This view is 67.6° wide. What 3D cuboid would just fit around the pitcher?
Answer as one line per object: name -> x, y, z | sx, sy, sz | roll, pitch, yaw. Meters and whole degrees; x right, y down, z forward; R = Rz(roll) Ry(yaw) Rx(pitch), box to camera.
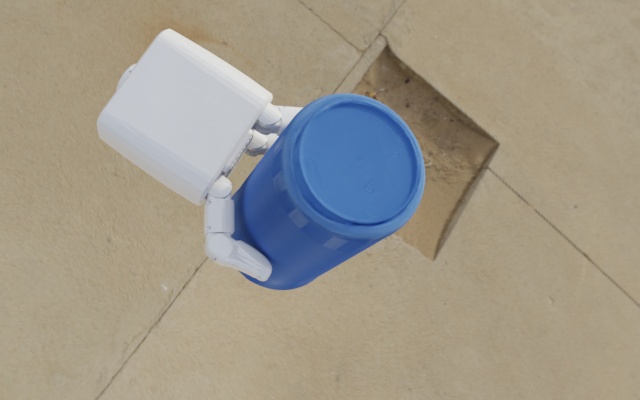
pitcher -> 0.000, 0.001, 0.436 | 0.145, 0.149, 0.243 | 34, -22, -7
